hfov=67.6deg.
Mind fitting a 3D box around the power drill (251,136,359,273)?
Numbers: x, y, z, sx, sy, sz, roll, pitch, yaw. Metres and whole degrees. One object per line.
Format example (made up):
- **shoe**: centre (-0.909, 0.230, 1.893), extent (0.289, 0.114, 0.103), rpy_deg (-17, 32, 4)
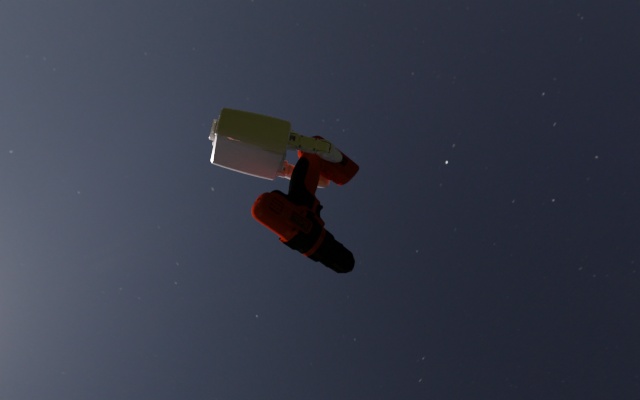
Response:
- **power drill**: centre (0.000, 0.002, 0.757), extent (0.184, 0.187, 0.057), rpy_deg (37, -39, -19)
